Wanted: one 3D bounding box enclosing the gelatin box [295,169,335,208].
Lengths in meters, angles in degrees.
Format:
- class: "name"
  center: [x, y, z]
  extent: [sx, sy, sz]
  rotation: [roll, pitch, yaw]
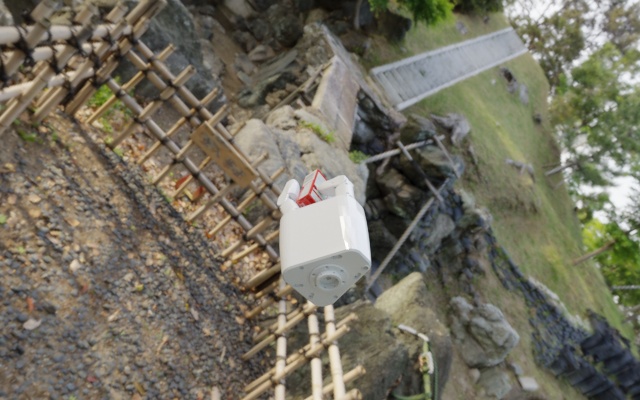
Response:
- class: "gelatin box"
  center: [0.001, 0.002, 0.755]
  extent: [0.030, 0.073, 0.089]
  rotation: [-31, 21, 24]
